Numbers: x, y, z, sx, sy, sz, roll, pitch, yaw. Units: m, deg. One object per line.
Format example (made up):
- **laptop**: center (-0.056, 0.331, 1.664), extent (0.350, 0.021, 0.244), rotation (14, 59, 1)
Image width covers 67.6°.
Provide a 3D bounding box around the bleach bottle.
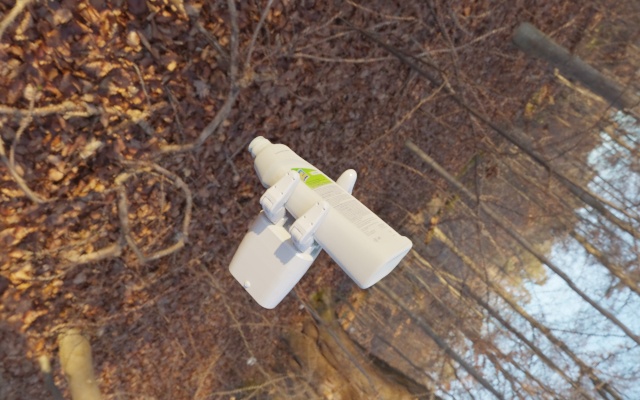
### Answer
- **bleach bottle**: center (0.000, 0.002, 0.640), extent (0.250, 0.068, 0.102), rotation (44, 25, 18)
